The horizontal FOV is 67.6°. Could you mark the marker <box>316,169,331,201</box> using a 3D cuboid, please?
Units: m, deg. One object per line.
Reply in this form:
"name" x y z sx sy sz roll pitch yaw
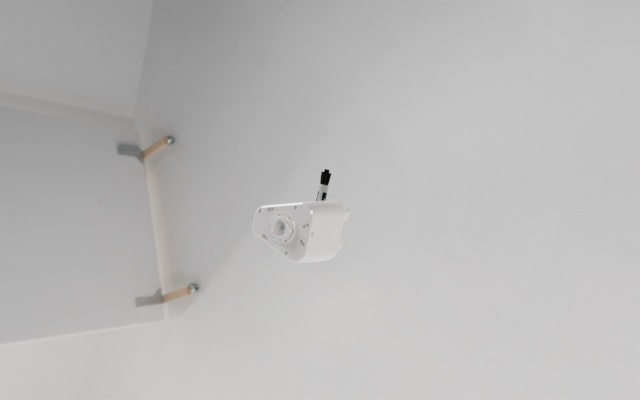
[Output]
"marker" 0.000 0.003 0.866 0.020 0.121 0.020 11 4 -1
